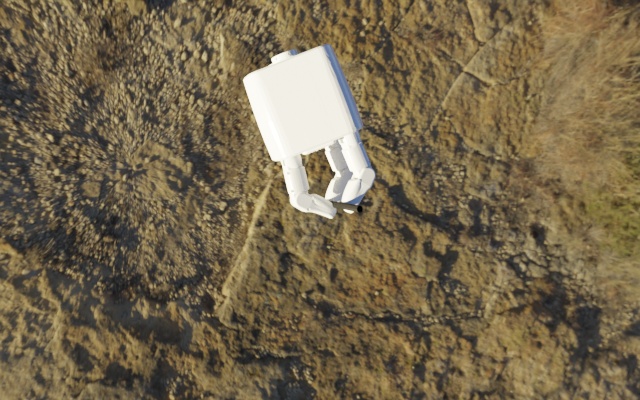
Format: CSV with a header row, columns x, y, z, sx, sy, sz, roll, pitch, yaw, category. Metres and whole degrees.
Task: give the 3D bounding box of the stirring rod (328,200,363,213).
x,y,z,sx,sy,sz,roll,pitch,yaw,category
0.000,0.002,0.644,0.011,0.011,0.239,0,4,-22,stirring rod
